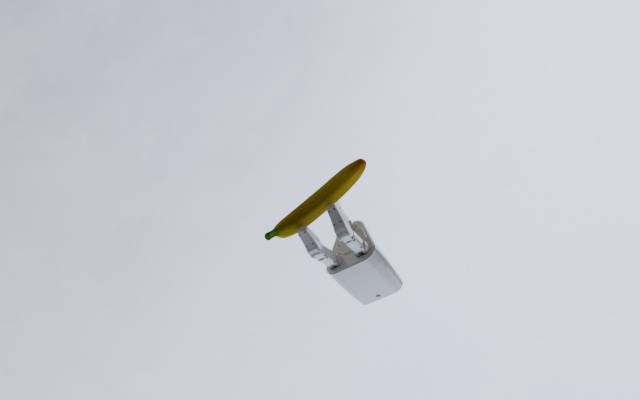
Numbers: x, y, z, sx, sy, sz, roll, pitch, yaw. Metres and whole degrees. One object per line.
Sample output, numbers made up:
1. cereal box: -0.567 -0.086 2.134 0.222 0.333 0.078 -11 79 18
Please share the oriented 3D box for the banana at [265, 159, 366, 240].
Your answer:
1. banana: -0.002 0.004 0.773 0.198 0.037 0.069 -40 2 2
